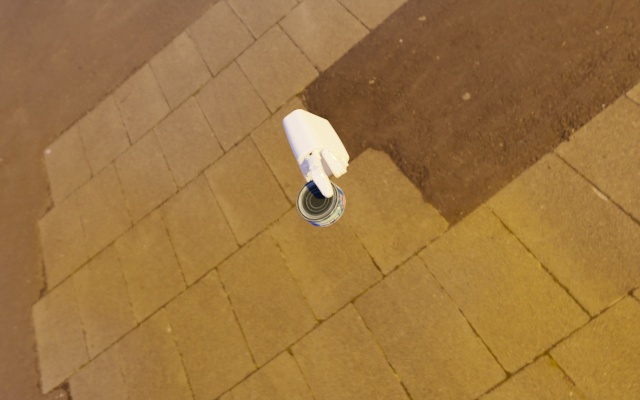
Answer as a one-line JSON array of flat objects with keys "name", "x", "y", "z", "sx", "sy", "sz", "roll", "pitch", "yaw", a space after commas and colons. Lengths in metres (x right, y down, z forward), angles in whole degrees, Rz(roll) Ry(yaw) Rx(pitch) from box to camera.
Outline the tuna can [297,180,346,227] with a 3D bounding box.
[{"name": "tuna can", "x": 0.000, "y": 0.003, "z": 0.872, "sx": 0.086, "sy": 0.086, "sz": 0.034, "roll": 0, "pitch": -18, "yaw": 24}]
